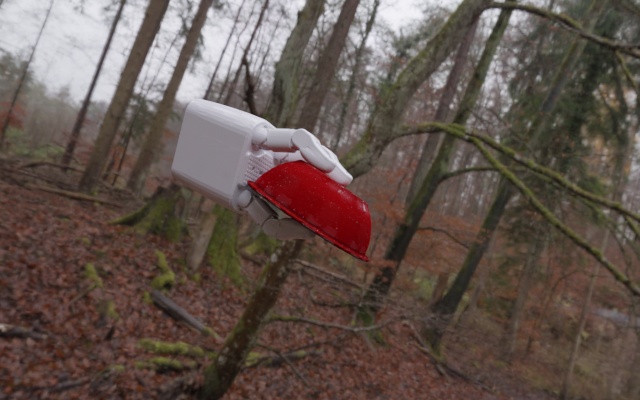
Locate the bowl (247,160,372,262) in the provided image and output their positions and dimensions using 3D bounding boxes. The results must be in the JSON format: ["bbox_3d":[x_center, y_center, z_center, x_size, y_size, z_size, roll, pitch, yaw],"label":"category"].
[{"bbox_3d":[0.001,0.002,0.533,0.162,0.055,0.162,34,1,-1],"label":"bowl"}]
